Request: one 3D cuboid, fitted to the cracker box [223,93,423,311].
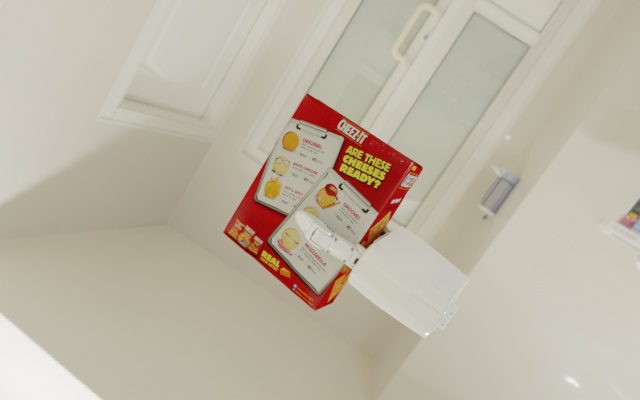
[{"bbox_3d":[0.000,0.002,0.606,0.164,0.214,0.072,37,12,20],"label":"cracker box"}]
